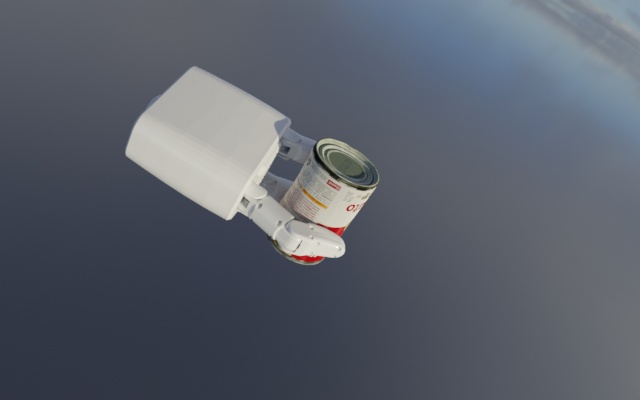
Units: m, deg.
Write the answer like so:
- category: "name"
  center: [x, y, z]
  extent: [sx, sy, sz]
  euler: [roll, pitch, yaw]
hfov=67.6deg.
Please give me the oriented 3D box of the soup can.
- category: "soup can"
  center: [0.001, 0.002, 0.445]
  extent: [0.068, 0.102, 0.068]
  euler: [23, 33, -16]
